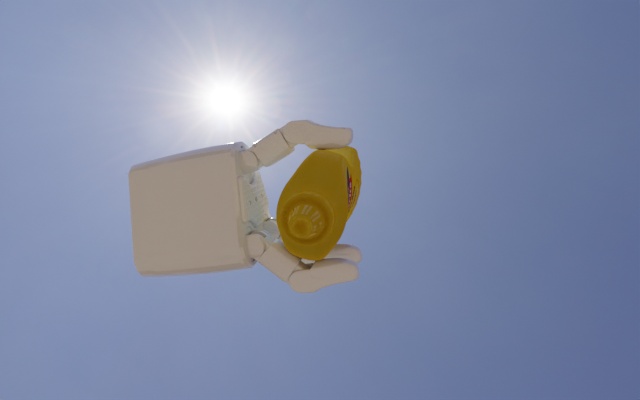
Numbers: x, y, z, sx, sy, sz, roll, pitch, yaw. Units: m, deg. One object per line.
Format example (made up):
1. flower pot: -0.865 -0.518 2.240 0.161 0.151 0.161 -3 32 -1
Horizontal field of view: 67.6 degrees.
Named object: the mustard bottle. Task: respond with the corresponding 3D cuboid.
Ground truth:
1. mustard bottle: 0.000 0.001 0.431 0.058 0.096 0.191 16 12 6
